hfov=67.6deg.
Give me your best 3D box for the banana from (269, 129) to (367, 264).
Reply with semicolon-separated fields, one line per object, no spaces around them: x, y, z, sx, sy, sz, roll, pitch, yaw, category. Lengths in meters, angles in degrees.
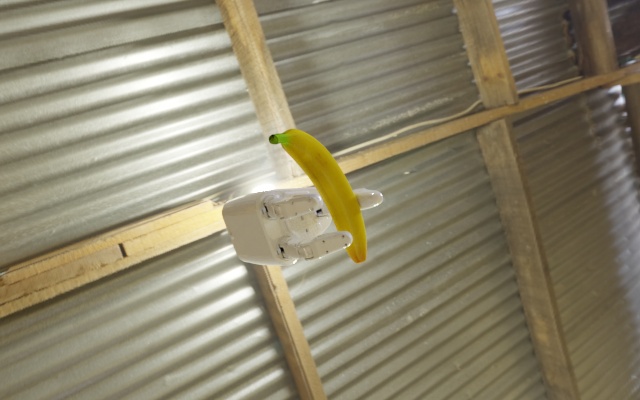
0.006;-0.013;0.558;0.037;0.198;0.069;-12;35;41;banana
